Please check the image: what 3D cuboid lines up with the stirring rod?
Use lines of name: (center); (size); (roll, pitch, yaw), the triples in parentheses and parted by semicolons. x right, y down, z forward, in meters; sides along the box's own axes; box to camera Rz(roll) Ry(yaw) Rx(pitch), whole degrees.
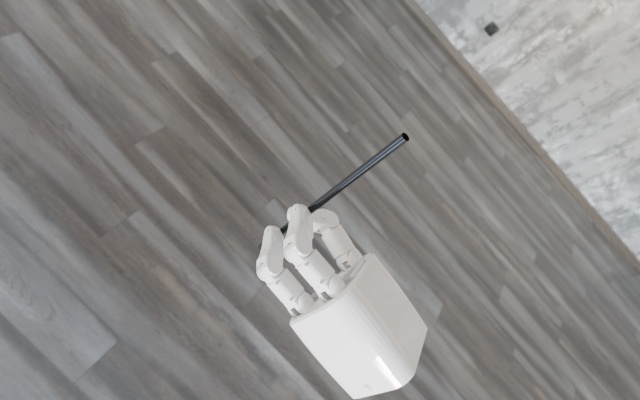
stirring rod: (0.000, 0.002, 0.469); (0.011, 0.011, 0.240); (0, -26, -39)
